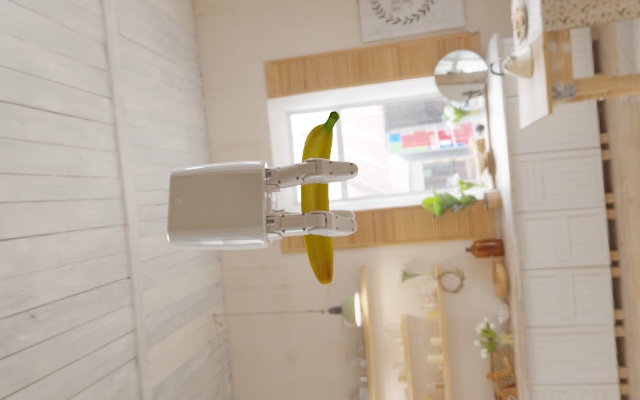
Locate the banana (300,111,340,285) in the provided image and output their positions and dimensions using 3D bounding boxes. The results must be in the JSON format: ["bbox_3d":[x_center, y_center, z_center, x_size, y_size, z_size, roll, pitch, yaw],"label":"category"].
[{"bbox_3d":[-0.003,-0.003,0.566,0.037,0.198,0.069,0,5,-11],"label":"banana"}]
